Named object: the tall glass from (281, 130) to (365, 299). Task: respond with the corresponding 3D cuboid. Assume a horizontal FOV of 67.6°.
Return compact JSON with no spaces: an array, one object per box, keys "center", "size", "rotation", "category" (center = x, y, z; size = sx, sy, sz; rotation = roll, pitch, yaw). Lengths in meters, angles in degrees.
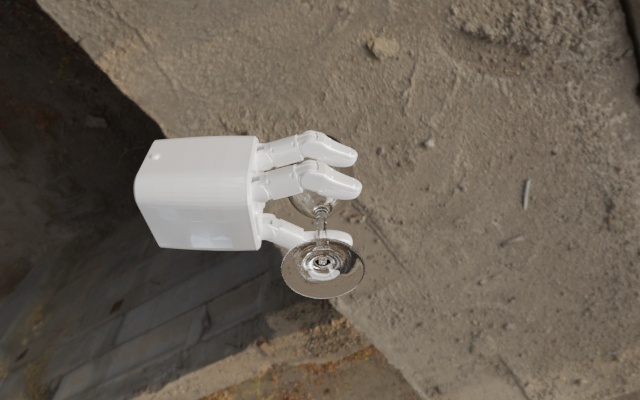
[{"center":[0.000,0.002,0.499],"size":[0.079,0.079,0.200],"rotation":[0,37,-1],"category":"tall glass"}]
